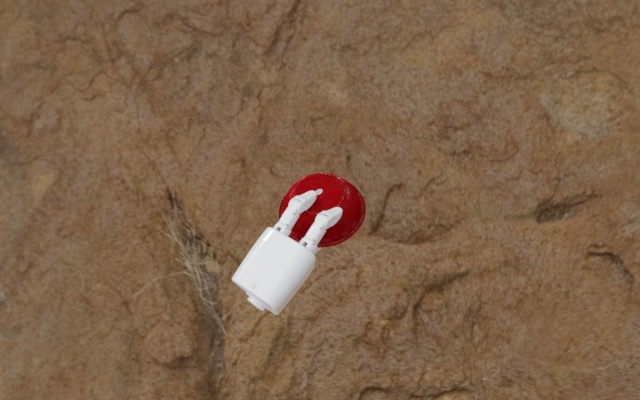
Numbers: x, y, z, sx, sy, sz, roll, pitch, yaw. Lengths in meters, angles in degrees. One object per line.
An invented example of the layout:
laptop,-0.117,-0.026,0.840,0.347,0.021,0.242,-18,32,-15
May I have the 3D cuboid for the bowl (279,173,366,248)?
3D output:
bowl,0.001,0.002,0.860,0.162,0.162,0.055,0,-38,7
